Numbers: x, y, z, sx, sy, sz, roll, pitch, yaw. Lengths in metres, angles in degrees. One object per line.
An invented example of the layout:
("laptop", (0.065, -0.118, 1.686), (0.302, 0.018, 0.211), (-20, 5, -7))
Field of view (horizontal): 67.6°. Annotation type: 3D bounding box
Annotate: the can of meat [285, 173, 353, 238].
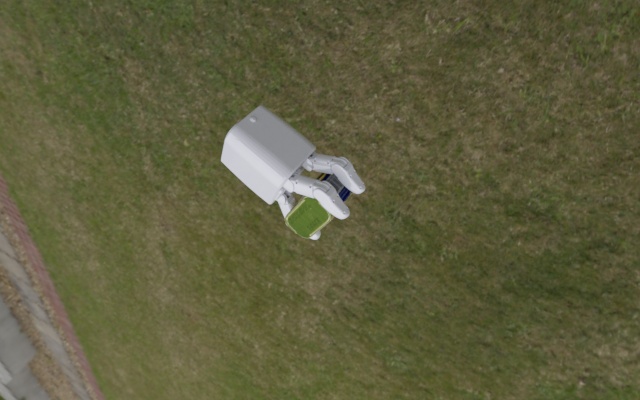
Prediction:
("can of meat", (0.000, 0.003, 0.729), (0.084, 0.057, 0.102), (-51, 4, -40))
